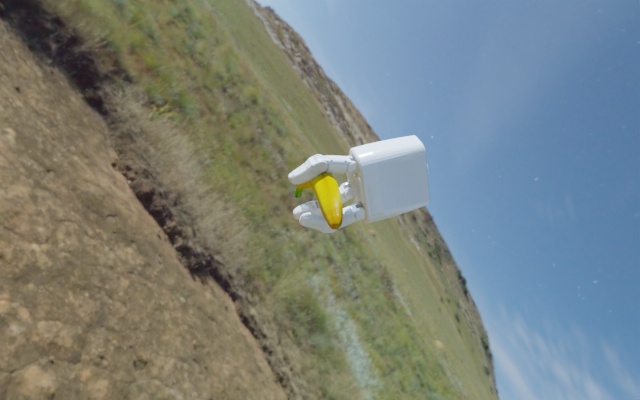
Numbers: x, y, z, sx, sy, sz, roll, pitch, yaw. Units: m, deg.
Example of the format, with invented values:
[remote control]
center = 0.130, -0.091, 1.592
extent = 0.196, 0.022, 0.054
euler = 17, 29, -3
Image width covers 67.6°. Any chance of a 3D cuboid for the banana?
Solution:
[banana]
center = -0.001, -0.017, 0.720
extent = 0.037, 0.070, 0.197
euler = -4, 15, -16
